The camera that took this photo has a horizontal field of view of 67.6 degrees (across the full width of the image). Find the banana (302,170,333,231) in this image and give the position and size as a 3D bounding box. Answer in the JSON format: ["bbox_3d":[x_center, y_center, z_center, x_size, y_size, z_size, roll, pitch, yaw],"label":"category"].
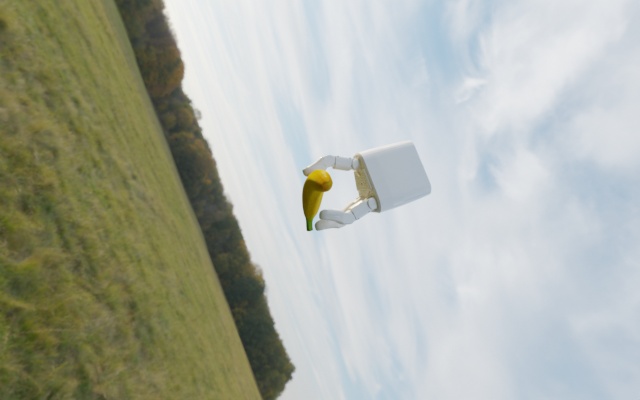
[{"bbox_3d":[-0.006,-0.013,0.813,0.037,0.069,0.198,-13,-21,-13],"label":"banana"}]
